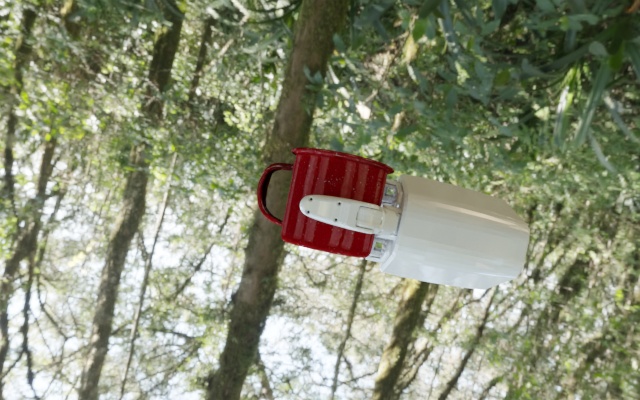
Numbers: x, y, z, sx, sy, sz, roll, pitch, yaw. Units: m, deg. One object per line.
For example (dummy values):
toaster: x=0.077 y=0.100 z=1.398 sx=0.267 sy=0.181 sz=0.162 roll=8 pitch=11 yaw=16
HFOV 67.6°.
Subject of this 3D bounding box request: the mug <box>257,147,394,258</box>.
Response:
mug: x=-0.001 y=0.001 z=0.424 sx=0.117 sy=0.081 sz=0.093 roll=11 pitch=-2 yaw=5
